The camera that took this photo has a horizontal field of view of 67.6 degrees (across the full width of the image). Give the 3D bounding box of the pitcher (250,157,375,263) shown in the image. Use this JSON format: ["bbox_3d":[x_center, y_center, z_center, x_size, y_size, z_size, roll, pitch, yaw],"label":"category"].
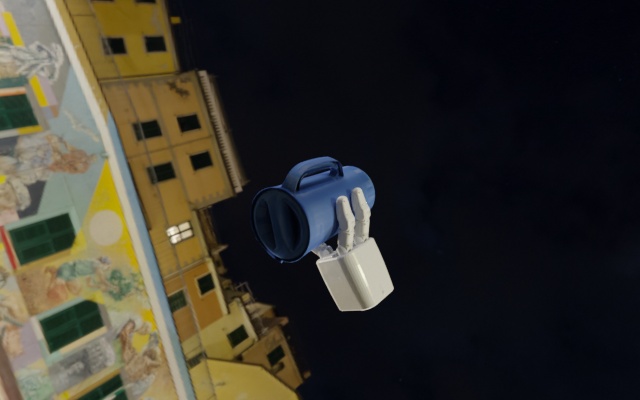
[{"bbox_3d":[0.000,0.003,0.883,0.149,0.145,0.242,-25,0,41],"label":"pitcher"}]
